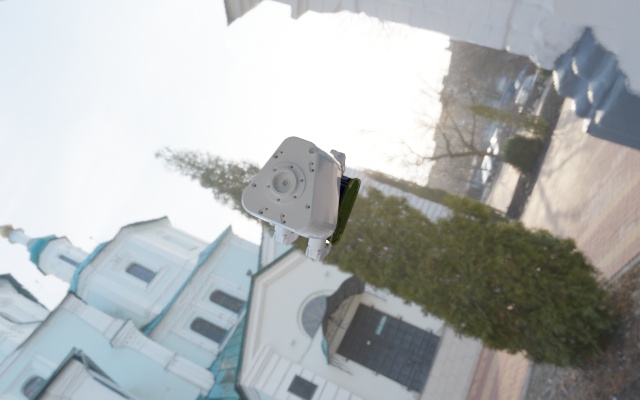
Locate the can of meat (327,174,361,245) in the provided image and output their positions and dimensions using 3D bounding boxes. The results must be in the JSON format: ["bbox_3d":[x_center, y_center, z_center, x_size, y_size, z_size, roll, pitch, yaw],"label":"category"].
[{"bbox_3d":[0.000,0.002,0.692,0.084,0.102,0.057,21,2,16],"label":"can of meat"}]
